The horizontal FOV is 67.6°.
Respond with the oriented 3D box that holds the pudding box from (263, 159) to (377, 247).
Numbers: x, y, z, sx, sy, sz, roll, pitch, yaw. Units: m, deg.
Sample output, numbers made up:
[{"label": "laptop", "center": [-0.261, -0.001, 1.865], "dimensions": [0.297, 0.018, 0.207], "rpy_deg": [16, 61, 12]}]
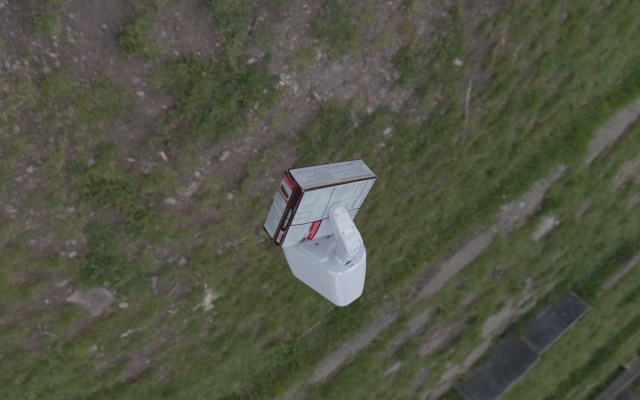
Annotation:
[{"label": "pudding box", "center": [0.000, 0.002, 0.542], "dimensions": [0.113, 0.090, 0.039], "rpy_deg": [-13, 50, -40]}]
